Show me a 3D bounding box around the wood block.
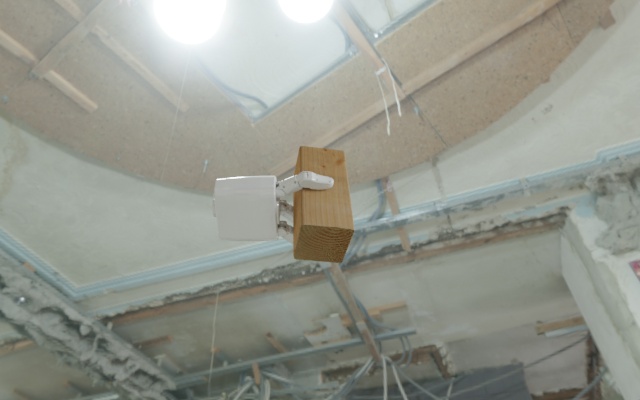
[{"bbox_3d":[0.000,0.002,0.869,0.090,0.091,0.206,6,44,-10],"label":"wood block"}]
